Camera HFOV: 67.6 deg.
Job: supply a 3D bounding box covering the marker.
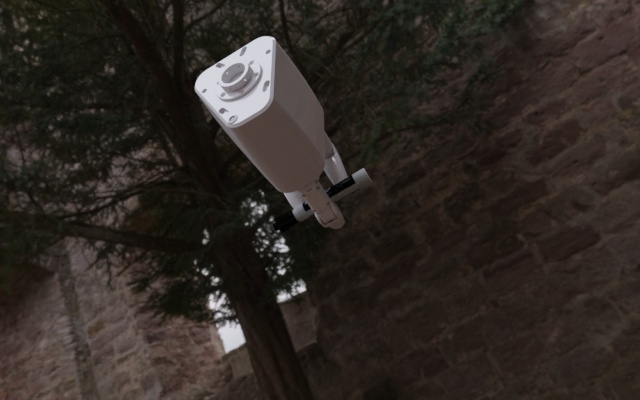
[{"bbox_3d":[0.000,0.002,0.531,0.121,0.020,0.020,-29,-4,8],"label":"marker"}]
